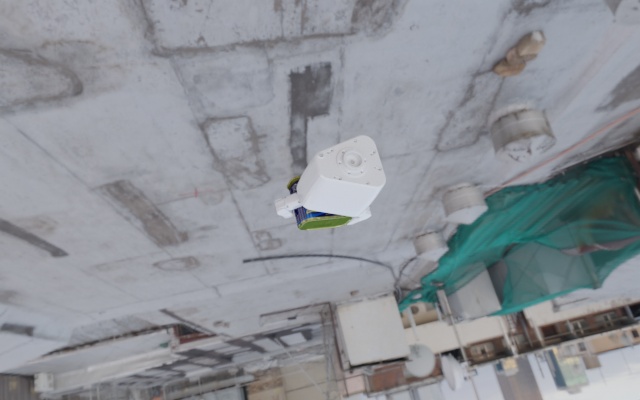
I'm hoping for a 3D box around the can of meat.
[{"bbox_3d":[0.000,0.003,0.834,0.102,0.084,0.057,-5,-22,-23],"label":"can of meat"}]
